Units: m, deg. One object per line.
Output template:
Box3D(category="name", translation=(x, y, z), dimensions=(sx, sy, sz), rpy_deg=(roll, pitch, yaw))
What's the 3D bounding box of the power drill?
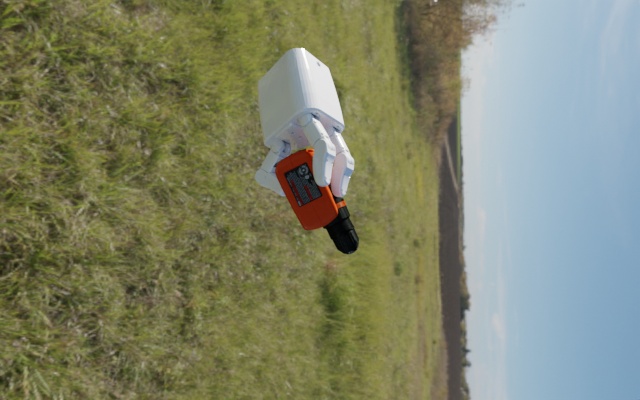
Box3D(category="power drill", translation=(0.000, 0.002, 0.712), dimensions=(0.057, 0.184, 0.187), rpy_deg=(-29, -5, 6))
